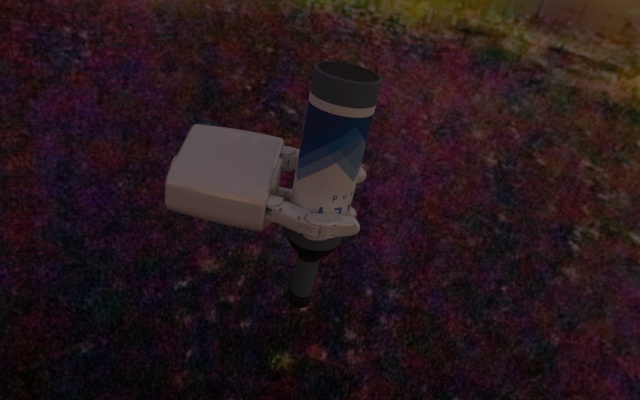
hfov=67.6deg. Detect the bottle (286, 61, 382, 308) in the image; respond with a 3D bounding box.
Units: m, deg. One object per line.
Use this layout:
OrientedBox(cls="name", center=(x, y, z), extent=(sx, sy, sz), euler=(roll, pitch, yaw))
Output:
OrientedBox(cls="bottle", center=(0.000, 0.002, 0.530), extent=(0.069, 0.296, 0.069), euler=(9, 30, -5))
